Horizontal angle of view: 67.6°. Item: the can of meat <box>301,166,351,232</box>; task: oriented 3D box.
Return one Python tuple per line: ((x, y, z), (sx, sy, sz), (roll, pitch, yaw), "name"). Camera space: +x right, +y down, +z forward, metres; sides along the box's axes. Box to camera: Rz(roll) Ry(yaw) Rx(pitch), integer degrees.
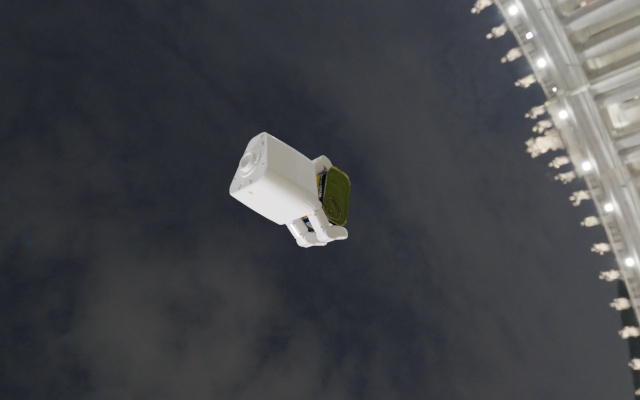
((0.000, 0.003, 0.825), (0.084, 0.102, 0.057), (-21, -39, 41), "can of meat")
